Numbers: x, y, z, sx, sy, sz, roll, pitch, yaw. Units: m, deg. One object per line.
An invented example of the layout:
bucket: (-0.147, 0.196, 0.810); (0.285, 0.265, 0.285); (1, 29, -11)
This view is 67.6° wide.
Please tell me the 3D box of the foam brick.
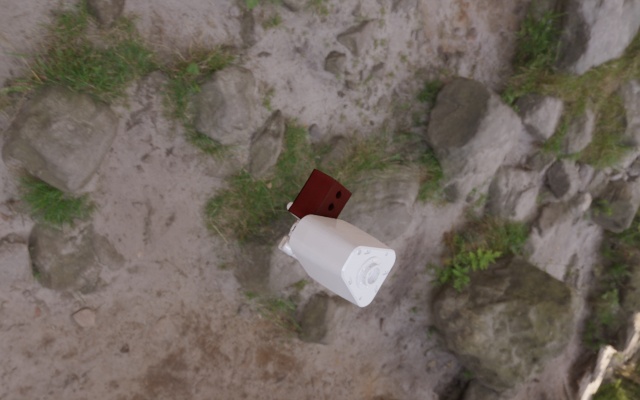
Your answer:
foam brick: (0.000, 0.002, 0.727); (0.051, 0.078, 0.053); (27, -7, 42)
